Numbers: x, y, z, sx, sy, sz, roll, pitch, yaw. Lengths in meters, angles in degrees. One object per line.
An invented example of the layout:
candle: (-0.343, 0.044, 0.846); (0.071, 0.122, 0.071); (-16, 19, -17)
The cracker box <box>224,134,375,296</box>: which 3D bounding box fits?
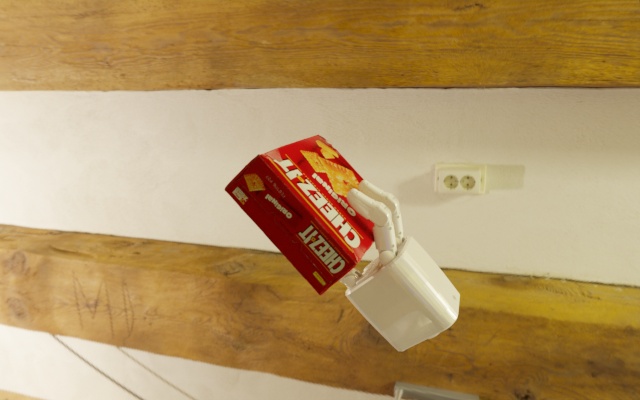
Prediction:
cracker box: (0.000, 0.002, 0.617); (0.072, 0.164, 0.213); (-44, -3, 22)
